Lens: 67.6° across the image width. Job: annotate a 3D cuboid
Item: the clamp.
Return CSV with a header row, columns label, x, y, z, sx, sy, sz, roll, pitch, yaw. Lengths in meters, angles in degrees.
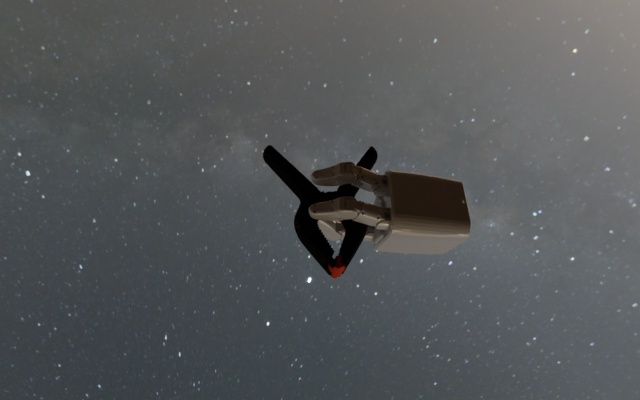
label,x,y,z,sx,sy,sz,roll,pitch,yaw
clamp,0.000,0.003,0.633,0.164,0.209,0.036,4,-37,-5
